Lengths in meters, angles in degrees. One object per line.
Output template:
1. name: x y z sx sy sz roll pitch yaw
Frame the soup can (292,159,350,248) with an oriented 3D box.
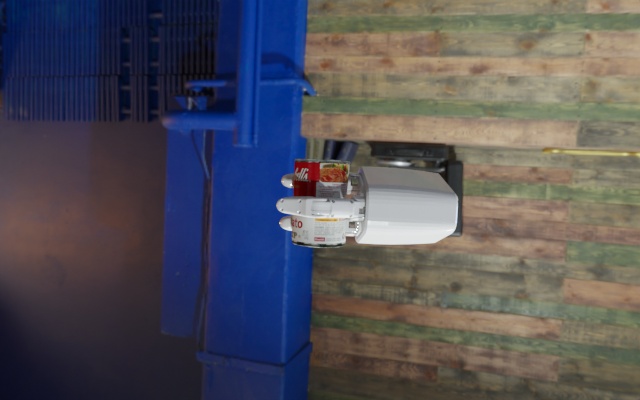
1. soup can: 0.000 0.002 0.580 0.068 0.102 0.068 3 3 0
